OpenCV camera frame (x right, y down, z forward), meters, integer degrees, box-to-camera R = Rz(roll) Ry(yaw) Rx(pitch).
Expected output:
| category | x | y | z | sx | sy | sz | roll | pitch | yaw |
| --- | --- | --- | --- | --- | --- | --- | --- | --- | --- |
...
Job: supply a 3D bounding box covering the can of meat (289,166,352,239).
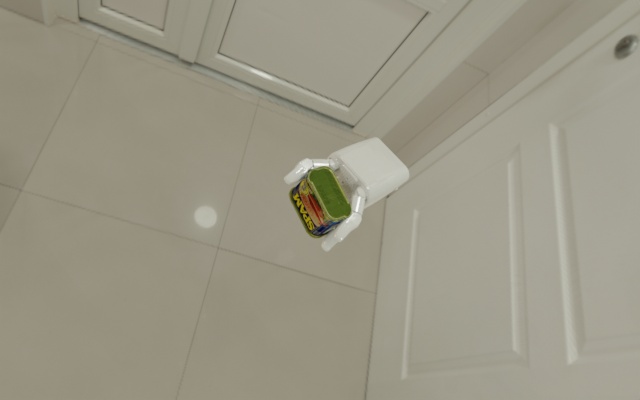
| category | x | y | z | sx | sy | sz | roll | pitch | yaw |
| --- | --- | --- | --- | --- | --- | --- | --- | --- | --- |
| can of meat | 0.000 | 0.002 | 0.809 | 0.057 | 0.102 | 0.084 | -22 | -11 | -31 |
